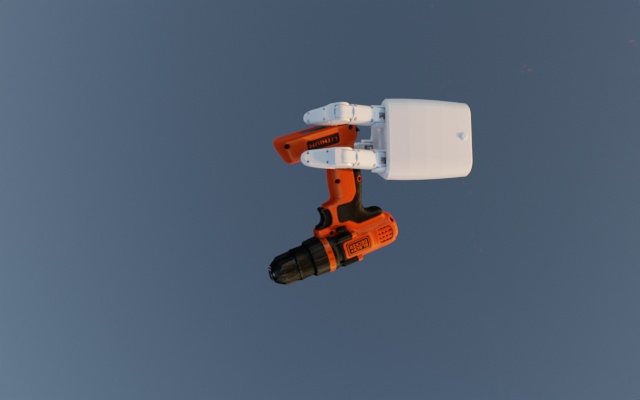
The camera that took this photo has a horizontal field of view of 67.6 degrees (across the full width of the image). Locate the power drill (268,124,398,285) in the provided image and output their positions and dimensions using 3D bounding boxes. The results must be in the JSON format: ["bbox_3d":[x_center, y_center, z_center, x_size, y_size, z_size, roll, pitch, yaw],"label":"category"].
[{"bbox_3d":[0.000,0.002,0.616,0.184,0.188,0.057,-21,19,-18],"label":"power drill"}]
